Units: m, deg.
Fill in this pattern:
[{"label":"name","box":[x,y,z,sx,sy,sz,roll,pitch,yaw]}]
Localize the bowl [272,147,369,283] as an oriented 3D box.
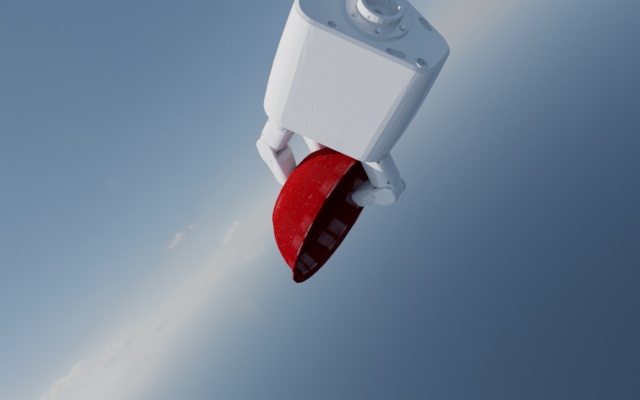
[{"label":"bowl","box":[-0.001,0.002,0.485,0.055,0.162,0.162,31,9,16]}]
